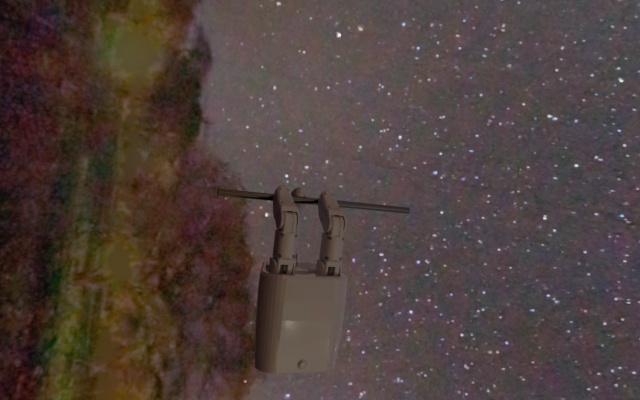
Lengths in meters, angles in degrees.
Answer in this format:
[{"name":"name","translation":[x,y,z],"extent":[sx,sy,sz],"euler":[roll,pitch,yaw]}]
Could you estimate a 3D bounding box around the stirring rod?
[{"name":"stirring rod","translation":[0.000,0.002,0.562],"extent":[0.239,0.011,0.011],"euler":[6,-2,-22]}]
